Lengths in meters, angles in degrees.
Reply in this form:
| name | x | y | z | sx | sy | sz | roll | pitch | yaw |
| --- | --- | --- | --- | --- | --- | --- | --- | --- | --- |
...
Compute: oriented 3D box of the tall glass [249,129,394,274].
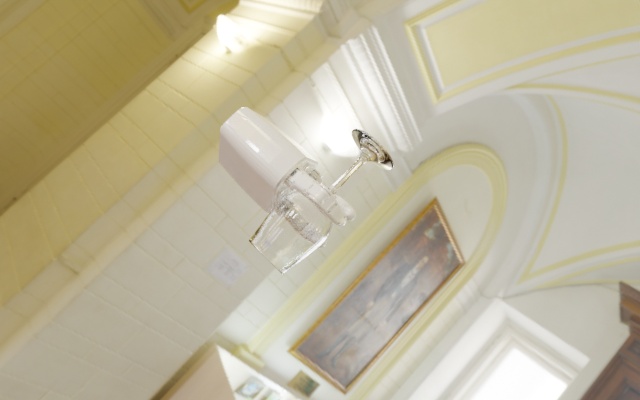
| name | x | y | z | sx | sy | sz | roll | pitch | yaw |
| --- | --- | --- | --- | --- | --- | --- | --- | --- | --- |
| tall glass | 0.001 | 0.002 | 0.616 | 0.079 | 0.201 | 0.079 | 43 | -10 | 9 |
